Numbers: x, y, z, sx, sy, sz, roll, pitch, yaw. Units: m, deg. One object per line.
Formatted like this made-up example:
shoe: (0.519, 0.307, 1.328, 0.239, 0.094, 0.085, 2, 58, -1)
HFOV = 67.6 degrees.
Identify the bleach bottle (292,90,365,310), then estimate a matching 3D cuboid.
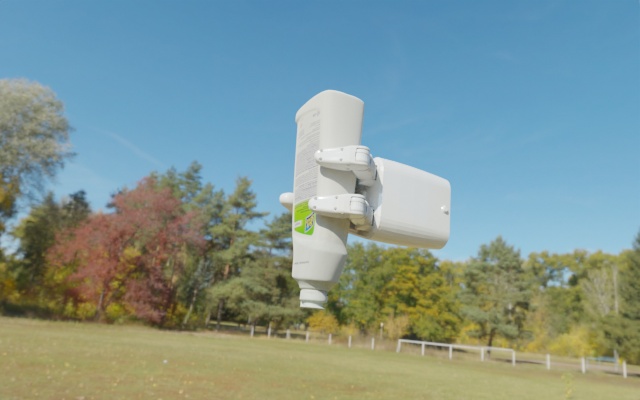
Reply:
bleach bottle: (0.000, 0.002, 0.572, 0.068, 0.250, 0.102, 13, -17, -23)
